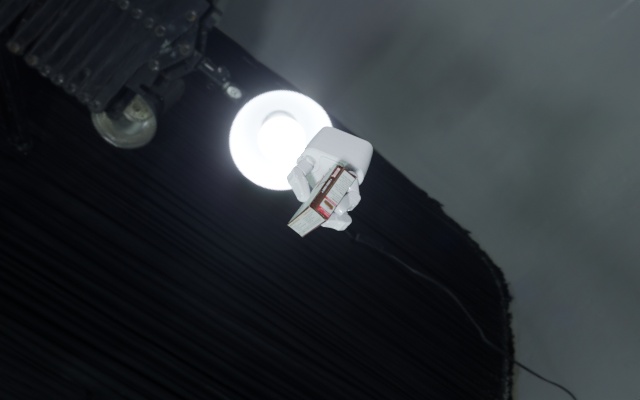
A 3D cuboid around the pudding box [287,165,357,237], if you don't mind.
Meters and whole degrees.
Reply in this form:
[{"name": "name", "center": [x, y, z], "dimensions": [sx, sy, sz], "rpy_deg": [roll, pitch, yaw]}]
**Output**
[{"name": "pudding box", "center": [0.000, 0.002, 0.744], "dimensions": [0.039, 0.090, 0.113], "rpy_deg": [36, -25, -5]}]
